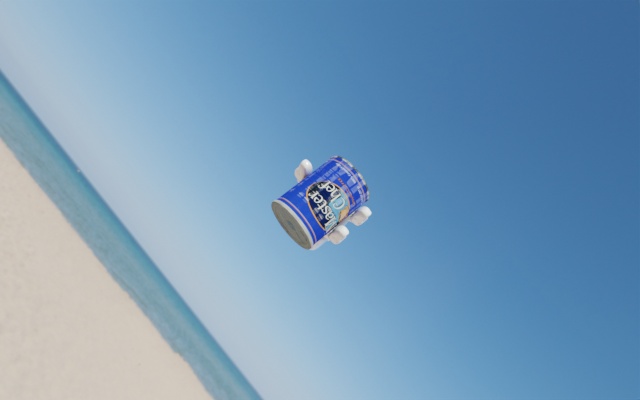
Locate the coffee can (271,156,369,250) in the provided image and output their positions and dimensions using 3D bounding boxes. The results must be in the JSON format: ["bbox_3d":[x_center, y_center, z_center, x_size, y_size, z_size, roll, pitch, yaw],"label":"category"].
[{"bbox_3d":[0.000,0.003,0.833,0.140,0.103,0.103,-39,15,-19],"label":"coffee can"}]
